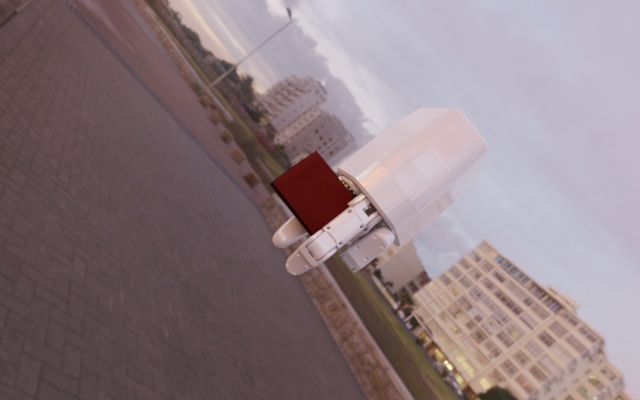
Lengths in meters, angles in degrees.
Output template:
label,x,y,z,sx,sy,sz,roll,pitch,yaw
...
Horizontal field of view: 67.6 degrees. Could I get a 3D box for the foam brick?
label,x,y,z,sx,sy,sz,roll,pitch,yaw
foam brick,0.000,0.001,0.438,0.051,0.078,0.053,-38,-3,0
